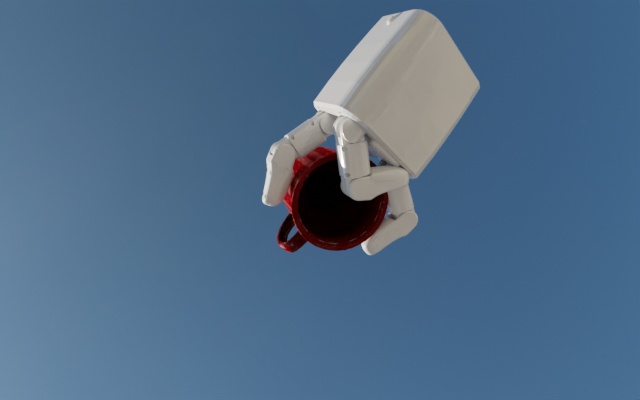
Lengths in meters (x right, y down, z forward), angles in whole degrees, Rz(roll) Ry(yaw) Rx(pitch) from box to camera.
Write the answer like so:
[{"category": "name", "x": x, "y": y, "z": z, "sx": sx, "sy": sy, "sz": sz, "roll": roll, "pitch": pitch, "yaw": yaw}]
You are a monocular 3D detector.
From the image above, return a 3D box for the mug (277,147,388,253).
[{"category": "mug", "x": -0.001, "y": 0.003, "z": 0.470, "sx": 0.093, "sy": 0.117, "sz": 0.081, "roll": 39, "pitch": 1, "yaw": -22}]
